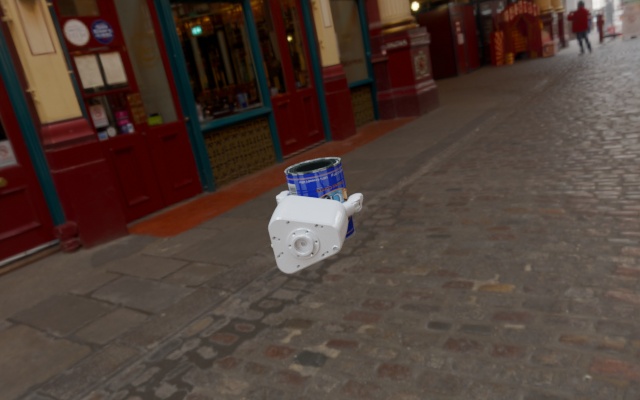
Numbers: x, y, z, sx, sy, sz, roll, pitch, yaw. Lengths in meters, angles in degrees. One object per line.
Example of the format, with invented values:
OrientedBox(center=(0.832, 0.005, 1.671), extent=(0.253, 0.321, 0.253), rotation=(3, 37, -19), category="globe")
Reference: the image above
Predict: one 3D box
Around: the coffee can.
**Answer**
OrientedBox(center=(0.000, 0.003, 0.861), extent=(0.103, 0.140, 0.102), rotation=(-11, 15, 3), category="coffee can")
